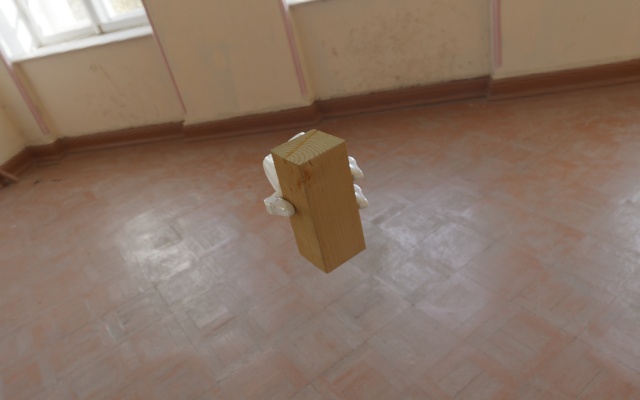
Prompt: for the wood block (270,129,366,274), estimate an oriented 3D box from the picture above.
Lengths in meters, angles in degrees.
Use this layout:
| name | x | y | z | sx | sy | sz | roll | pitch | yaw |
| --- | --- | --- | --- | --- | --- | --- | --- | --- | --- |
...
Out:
| name | x | y | z | sx | sy | sz | roll | pitch | yaw |
| --- | --- | --- | --- | --- | --- | --- | --- | --- | --- |
| wood block | 0.000 | 0.002 | 0.781 | 0.091 | 0.206 | 0.090 | -30 | 34 | -24 |
